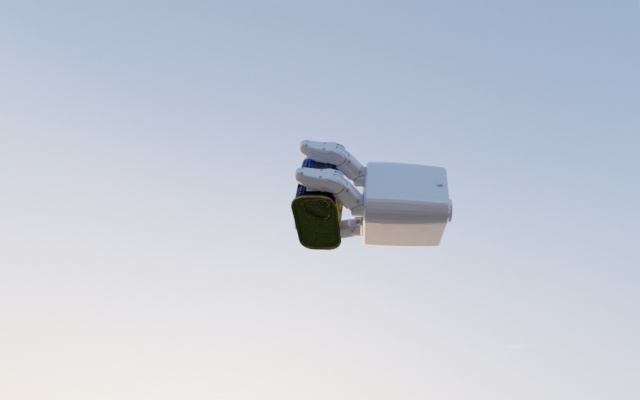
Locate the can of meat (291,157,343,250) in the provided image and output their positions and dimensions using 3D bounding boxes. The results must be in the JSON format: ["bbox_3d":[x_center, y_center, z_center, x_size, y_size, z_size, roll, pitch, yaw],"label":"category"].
[{"bbox_3d":[0.000,0.002,0.640,0.057,0.083,0.102,0,-44,10],"label":"can of meat"}]
